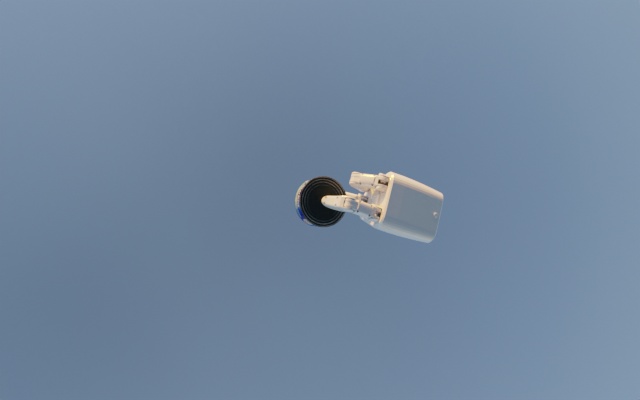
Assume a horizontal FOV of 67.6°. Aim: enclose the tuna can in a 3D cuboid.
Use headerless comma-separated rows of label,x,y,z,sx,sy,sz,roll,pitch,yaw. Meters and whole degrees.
tuna can,0.000,0.003,0.813,0.086,0.086,0.034,0,-3,-21
